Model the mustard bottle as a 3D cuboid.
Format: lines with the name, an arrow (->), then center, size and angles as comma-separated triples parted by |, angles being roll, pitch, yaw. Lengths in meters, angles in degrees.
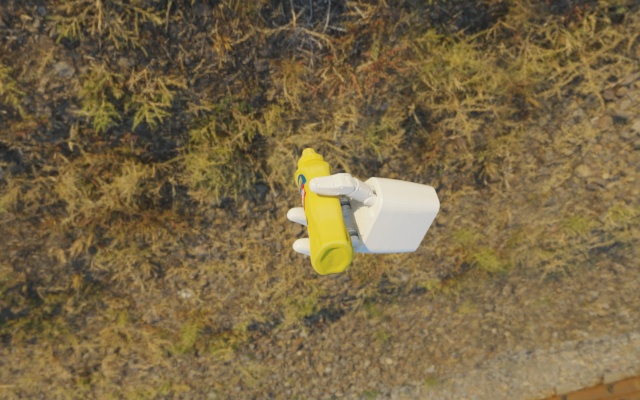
mustard bottle -> 0.000, 0.002, 0.686 | 0.058, 0.191, 0.096 | -9, -33, -5
